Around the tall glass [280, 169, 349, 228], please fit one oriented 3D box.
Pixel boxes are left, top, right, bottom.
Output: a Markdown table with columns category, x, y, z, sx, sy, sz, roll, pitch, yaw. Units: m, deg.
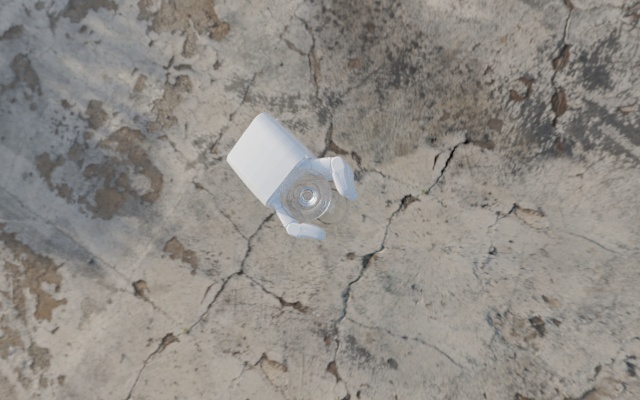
| category | x | y | z | sx | sy | sz | roll | pitch | yaw |
| --- | --- | --- | --- | --- | --- | --- | --- | --- | --- |
| tall glass | 0.000 | 0.003 | 0.758 | 0.079 | 0.079 | 0.201 | 0 | -6 | 13 |
